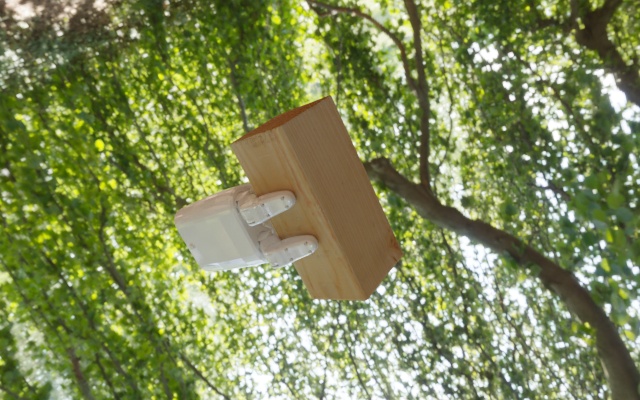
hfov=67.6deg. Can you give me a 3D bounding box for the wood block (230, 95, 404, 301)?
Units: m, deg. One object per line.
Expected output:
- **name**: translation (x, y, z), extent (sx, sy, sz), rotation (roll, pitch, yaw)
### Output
- **wood block**: translation (0.000, 0.002, 0.538), extent (0.090, 0.206, 0.090), rotation (-10, 23, 44)
